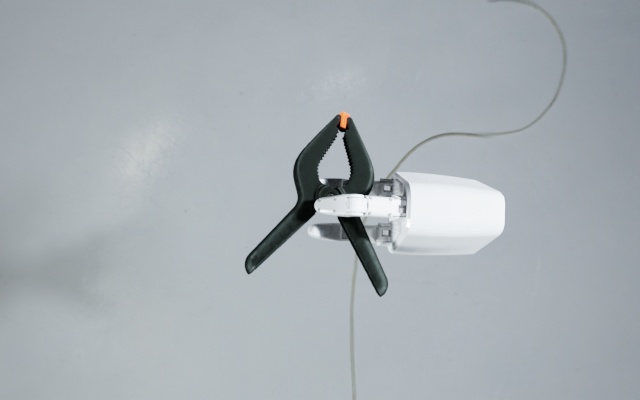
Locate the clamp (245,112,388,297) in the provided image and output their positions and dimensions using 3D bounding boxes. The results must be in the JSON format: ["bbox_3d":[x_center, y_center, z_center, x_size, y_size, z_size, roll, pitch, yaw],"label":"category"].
[{"bbox_3d":[0.000,0.001,0.551,0.164,0.210,0.036,3,-5,-4],"label":"clamp"}]
